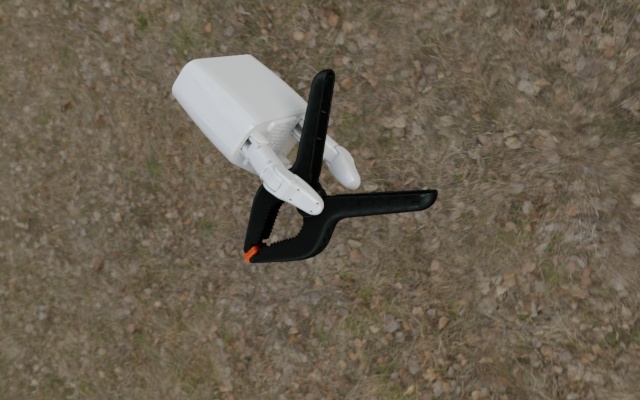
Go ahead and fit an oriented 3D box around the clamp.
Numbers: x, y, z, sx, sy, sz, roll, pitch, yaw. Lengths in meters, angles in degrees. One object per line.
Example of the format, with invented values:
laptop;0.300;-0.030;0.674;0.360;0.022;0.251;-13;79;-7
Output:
clamp;-0.001;0.002;0.476;0.164;0.210;0.036;45;23;15
